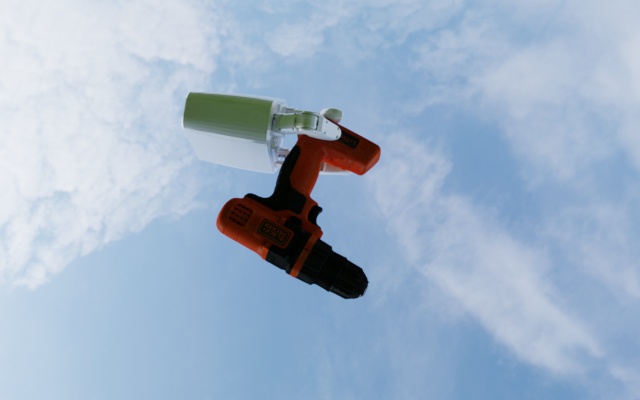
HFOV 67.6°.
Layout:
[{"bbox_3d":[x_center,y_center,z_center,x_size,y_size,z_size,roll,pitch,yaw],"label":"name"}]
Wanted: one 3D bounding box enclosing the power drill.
[{"bbox_3d":[0.000,0.001,0.559,0.184,0.187,0.057,29,-26,2],"label":"power drill"}]
